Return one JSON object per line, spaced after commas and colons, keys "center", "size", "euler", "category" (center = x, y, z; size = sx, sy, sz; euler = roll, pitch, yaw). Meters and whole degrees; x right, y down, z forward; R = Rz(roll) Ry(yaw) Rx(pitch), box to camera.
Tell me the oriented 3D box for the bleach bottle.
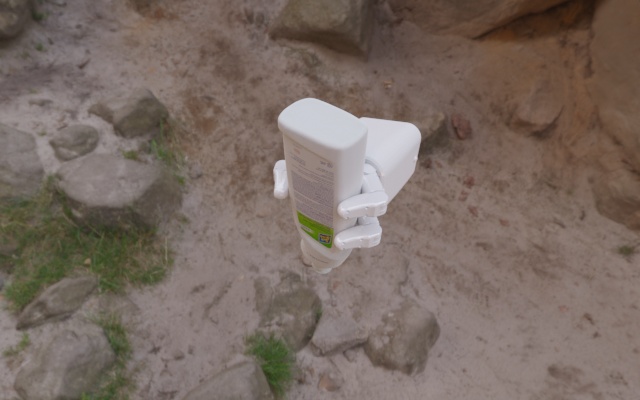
{"center": [0.000, 0.002, 0.611], "size": [0.102, 0.251, 0.068], "euler": [30, 50, 25], "category": "bleach bottle"}
